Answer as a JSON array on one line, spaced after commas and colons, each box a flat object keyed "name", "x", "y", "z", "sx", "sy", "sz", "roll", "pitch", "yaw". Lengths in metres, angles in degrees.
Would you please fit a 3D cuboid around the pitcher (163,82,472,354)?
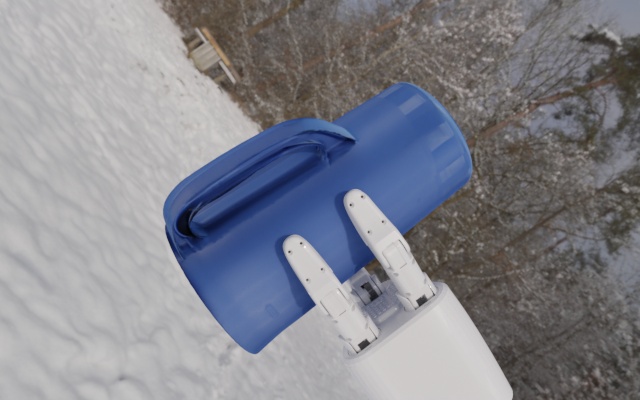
[{"name": "pitcher", "x": 0.000, "y": 0.001, "z": 0.401, "sx": 0.243, "sy": 0.145, "sz": 0.149, "roll": -35, "pitch": 4, "yaw": -5}]
